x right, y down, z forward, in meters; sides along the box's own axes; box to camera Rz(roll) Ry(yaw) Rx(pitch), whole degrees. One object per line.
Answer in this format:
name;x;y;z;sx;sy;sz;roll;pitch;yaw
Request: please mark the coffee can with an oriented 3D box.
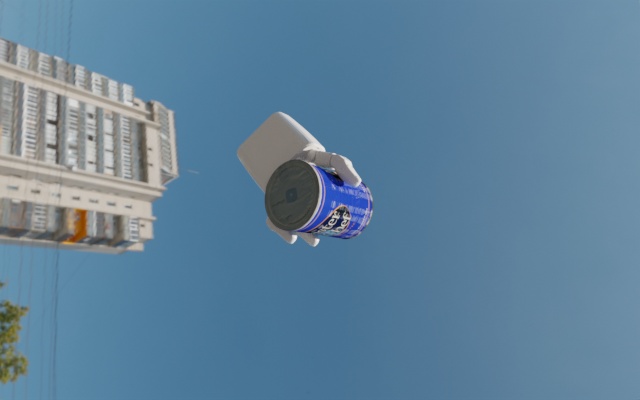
coffee can;0.000;0.002;0.726;0.103;0.103;0.140;0;-9;38
